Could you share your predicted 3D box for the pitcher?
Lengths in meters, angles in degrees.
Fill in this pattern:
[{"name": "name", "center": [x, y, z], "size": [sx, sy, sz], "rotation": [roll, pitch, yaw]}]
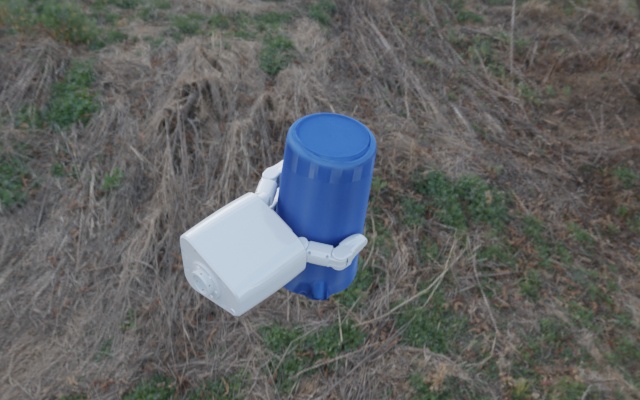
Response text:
[{"name": "pitcher", "center": [0.000, 0.002, 0.649], "size": [0.149, 0.243, 0.145], "rotation": [35, 49, 25]}]
